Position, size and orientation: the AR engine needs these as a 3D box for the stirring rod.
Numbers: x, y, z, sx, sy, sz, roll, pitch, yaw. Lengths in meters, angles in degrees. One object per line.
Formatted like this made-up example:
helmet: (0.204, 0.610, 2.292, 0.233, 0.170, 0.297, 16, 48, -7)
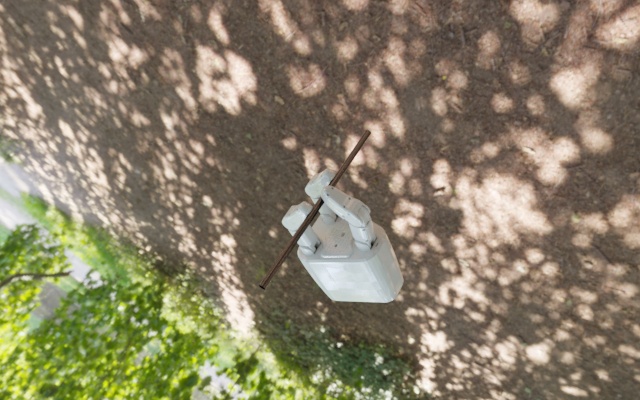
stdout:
stirring rod: (0.000, 0.002, 0.549, 0.011, 0.239, 0.011, 26, -28, 15)
